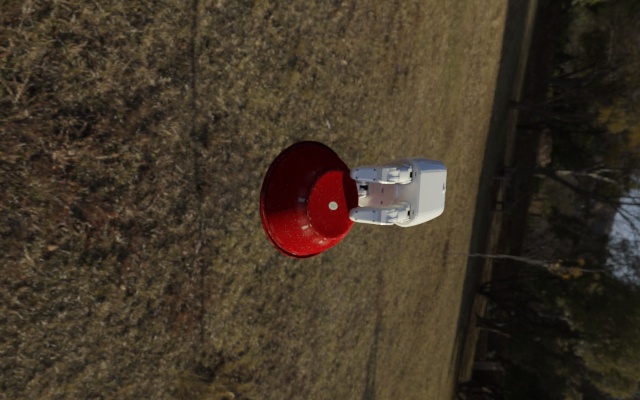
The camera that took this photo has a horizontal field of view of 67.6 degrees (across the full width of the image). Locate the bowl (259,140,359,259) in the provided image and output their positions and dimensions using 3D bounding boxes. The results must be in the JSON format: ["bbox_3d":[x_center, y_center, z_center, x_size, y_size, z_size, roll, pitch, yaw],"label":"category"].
[{"bbox_3d":[-0.001,0.003,0.630,0.162,0.162,0.055,0,6,-42],"label":"bowl"}]
